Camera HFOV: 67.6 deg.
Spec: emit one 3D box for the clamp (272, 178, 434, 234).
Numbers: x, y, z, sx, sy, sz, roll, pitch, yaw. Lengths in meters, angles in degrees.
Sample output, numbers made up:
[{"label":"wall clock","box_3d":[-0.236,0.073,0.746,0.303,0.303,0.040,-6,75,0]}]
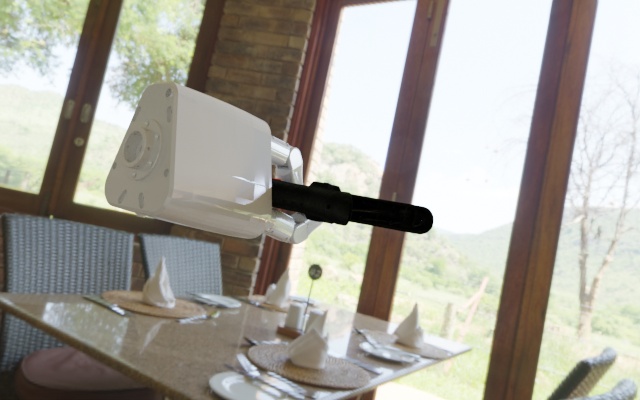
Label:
[{"label":"clamp","box_3d":[0.000,0.001,0.422,0.171,0.039,0.120,8,-6,37]}]
